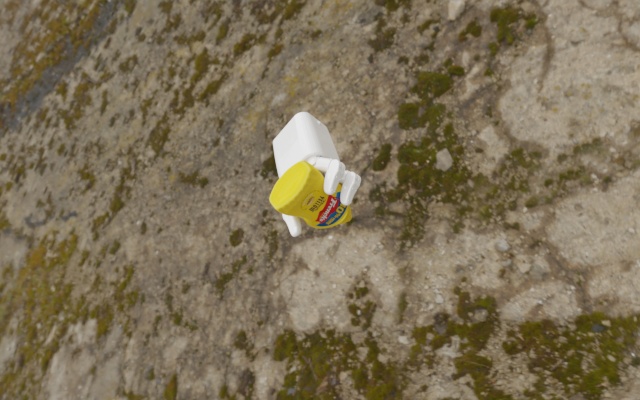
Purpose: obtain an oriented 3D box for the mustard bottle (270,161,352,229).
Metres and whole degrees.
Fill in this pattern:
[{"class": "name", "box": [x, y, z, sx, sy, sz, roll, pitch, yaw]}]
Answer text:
[{"class": "mustard bottle", "box": [0.000, 0.003, 0.871, 0.192, 0.096, 0.058, 29, 13, -50]}]
